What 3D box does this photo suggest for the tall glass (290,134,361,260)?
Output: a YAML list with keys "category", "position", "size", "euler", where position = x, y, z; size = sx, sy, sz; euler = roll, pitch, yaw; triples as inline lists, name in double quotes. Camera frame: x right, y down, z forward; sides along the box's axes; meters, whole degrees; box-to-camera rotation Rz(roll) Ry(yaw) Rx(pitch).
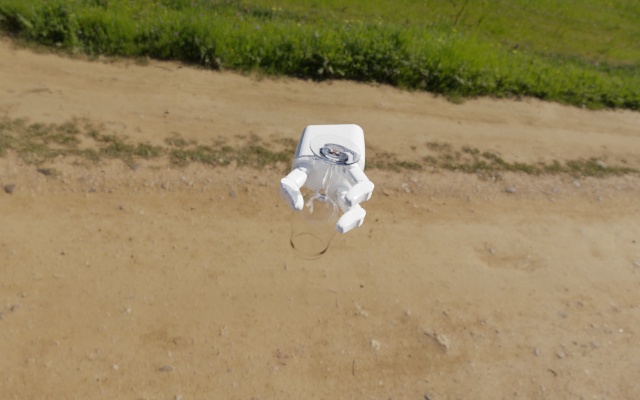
- category: "tall glass"
  position: [0.000, 0.002, 0.732]
  size: [0.079, 0.201, 0.079]
  euler: [10, 39, -8]
